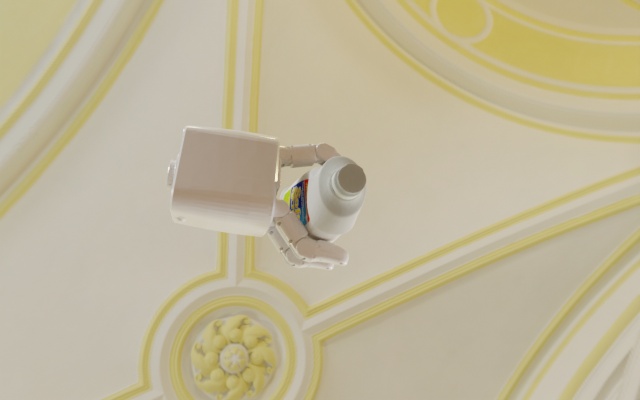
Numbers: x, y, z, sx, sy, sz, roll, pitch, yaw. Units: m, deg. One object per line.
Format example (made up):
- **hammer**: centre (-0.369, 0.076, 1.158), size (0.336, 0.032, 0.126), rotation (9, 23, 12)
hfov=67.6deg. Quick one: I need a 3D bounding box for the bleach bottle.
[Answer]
- **bleach bottle**: centre (0.000, 0.002, 0.557), size (0.068, 0.102, 0.251), rotation (8, -16, -12)
